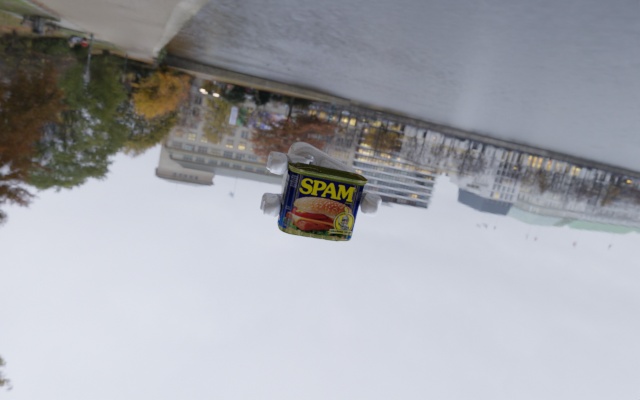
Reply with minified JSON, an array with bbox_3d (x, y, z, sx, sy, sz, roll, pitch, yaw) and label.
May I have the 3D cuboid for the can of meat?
[{"bbox_3d":[0.000,0.002,0.609,0.102,0.084,0.057,10,13,-13],"label":"can of meat"}]
